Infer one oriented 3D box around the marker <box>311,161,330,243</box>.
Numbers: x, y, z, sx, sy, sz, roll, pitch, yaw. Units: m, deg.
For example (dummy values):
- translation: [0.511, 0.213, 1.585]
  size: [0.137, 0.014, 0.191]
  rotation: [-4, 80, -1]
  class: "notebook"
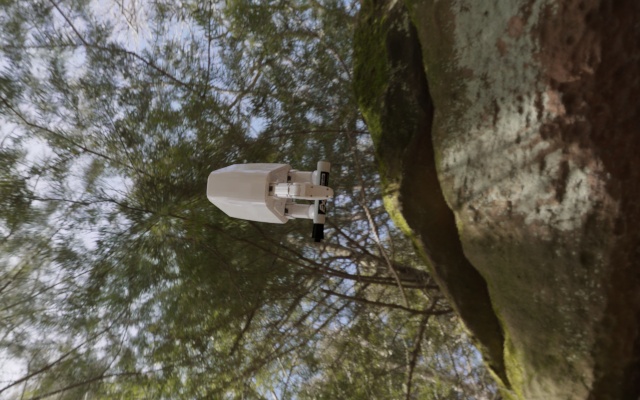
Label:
- translation: [0.000, 0.002, 0.716]
  size: [0.020, 0.121, 0.020]
  rotation: [5, -4, 0]
  class: "marker"
